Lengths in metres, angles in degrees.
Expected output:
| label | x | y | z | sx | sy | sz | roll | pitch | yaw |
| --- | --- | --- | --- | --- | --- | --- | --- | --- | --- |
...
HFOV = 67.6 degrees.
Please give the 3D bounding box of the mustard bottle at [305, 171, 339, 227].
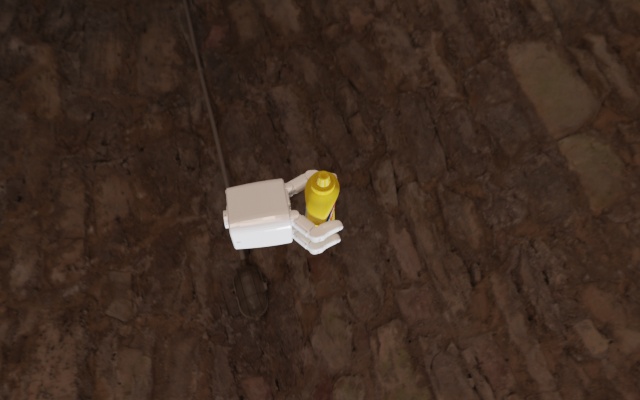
| label | x | y | z | sx | sy | sz | roll | pitch | yaw |
| --- | --- | --- | --- | --- | --- | --- | --- | --- | --- |
| mustard bottle | 0.000 | 0.003 | 0.850 | 0.058 | 0.096 | 0.192 | 13 | -27 | 4 |
